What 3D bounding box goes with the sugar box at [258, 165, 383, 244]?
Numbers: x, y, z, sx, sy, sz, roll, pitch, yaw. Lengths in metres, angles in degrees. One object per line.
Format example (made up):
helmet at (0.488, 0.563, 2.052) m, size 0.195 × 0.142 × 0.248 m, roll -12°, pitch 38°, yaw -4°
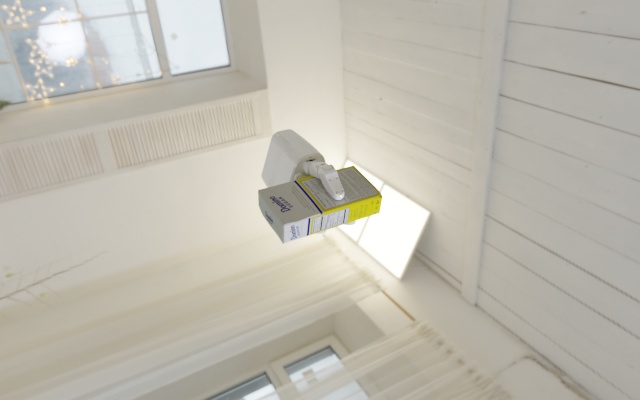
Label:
sugar box at (0.000, 0.003, 0.750) m, size 0.176 × 0.048 × 0.093 m, roll -17°, pitch 44°, yaw -23°
